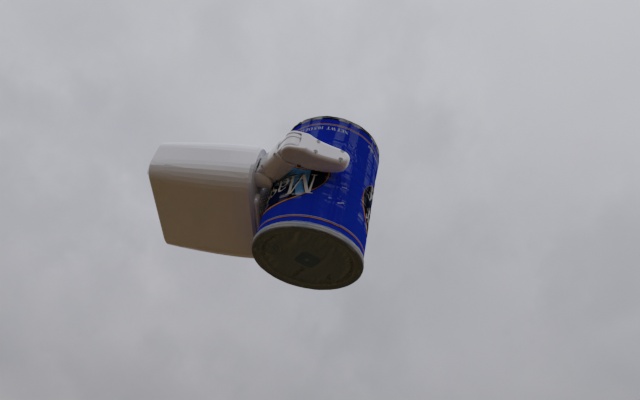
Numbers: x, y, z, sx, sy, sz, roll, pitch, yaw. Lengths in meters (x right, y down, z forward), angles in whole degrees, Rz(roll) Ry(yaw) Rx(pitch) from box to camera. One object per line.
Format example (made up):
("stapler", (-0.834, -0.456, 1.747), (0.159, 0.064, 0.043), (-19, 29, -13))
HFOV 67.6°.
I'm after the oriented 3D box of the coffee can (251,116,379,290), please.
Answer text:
("coffee can", (0.000, 0.002, 0.471), (0.103, 0.140, 0.103), (8, -39, 7))
